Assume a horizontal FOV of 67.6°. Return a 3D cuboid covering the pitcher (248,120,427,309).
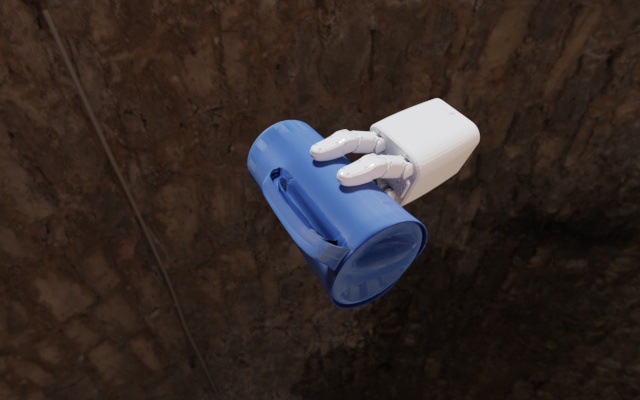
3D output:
[{"bbox_3d":[0.000,0.002,0.588,0.145,0.149,0.242,-28,52,-17],"label":"pitcher"}]
